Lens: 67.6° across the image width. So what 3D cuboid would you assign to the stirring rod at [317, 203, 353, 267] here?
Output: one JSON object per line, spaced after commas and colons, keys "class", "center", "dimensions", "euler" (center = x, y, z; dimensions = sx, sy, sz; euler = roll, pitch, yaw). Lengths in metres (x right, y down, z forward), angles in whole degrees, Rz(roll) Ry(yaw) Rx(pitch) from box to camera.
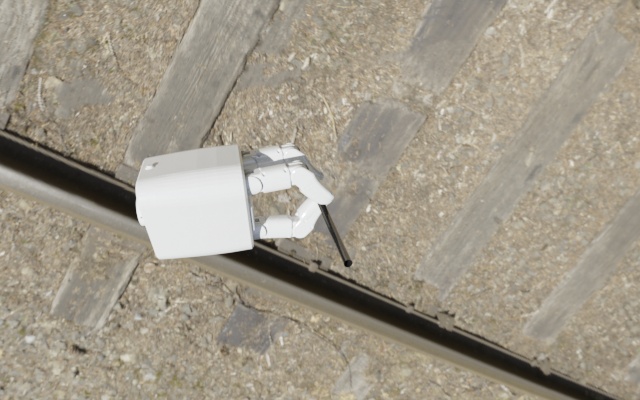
{"class": "stirring rod", "center": [0.000, 0.002, 0.523], "dimensions": [0.011, 0.011, 0.239], "euler": [0, 26, -13]}
